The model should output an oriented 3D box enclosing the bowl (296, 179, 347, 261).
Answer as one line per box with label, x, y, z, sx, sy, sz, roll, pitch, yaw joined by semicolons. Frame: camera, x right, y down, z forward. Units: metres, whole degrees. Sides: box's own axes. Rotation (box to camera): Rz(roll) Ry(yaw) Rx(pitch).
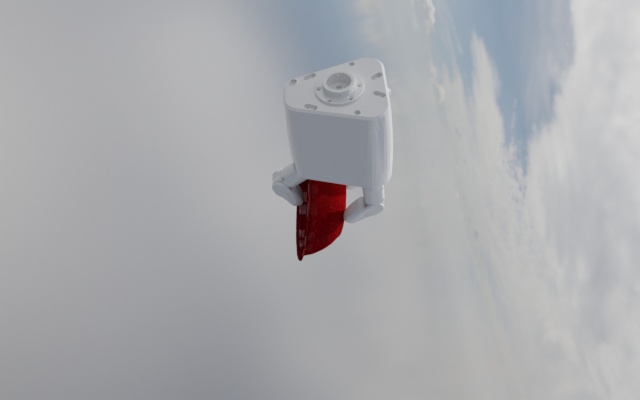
bowl;0.000;0.003;0.649;0.055;0.162;0.162;3;0;-8
